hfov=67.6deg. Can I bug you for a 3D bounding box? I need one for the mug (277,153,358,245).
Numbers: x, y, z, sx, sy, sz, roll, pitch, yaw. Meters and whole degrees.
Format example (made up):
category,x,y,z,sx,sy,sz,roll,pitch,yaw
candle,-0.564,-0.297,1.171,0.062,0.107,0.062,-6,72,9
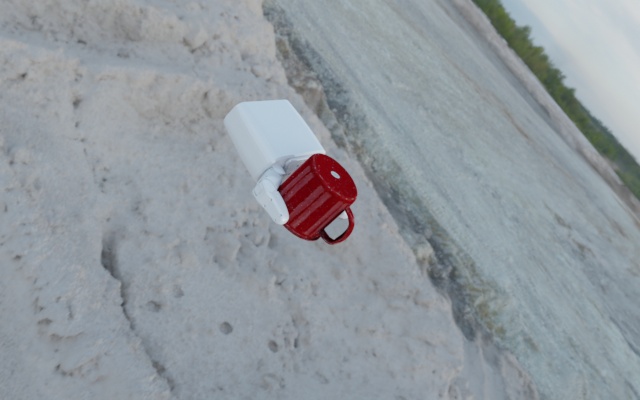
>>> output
category,x,y,z,sx,sy,sz,roll,pitch,yaw
mug,0.001,0.003,0.621,0.081,0.117,0.093,-42,-18,27
